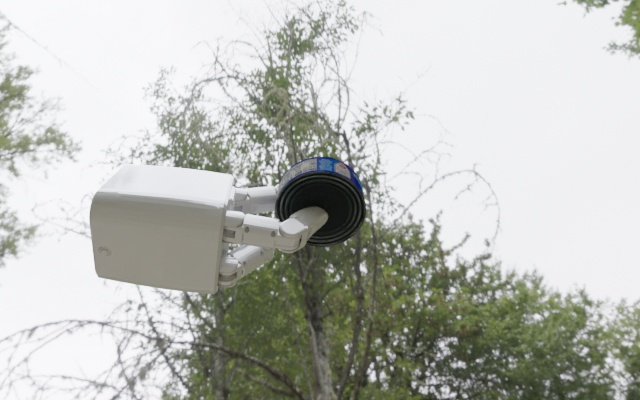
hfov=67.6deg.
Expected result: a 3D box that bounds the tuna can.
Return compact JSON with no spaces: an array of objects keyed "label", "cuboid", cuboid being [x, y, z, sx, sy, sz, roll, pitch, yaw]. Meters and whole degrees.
[{"label":"tuna can","cuboid":[0.000,0.001,0.461,0.086,0.086,0.033,0,34,0]}]
